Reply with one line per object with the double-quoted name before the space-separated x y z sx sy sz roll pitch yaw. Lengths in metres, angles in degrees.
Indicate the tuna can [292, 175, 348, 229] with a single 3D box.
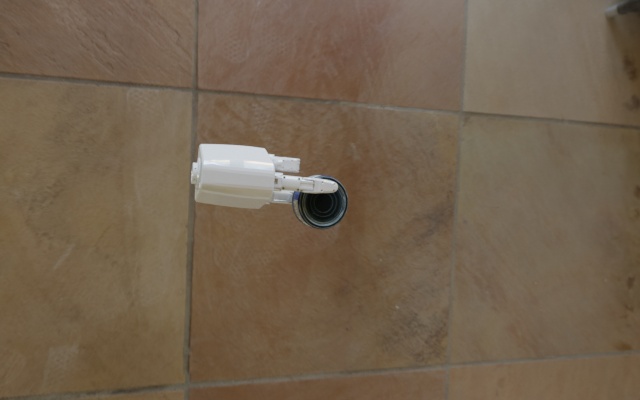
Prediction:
"tuna can" 0.000 0.003 0.759 0.086 0.086 0.034 0 3 -21
